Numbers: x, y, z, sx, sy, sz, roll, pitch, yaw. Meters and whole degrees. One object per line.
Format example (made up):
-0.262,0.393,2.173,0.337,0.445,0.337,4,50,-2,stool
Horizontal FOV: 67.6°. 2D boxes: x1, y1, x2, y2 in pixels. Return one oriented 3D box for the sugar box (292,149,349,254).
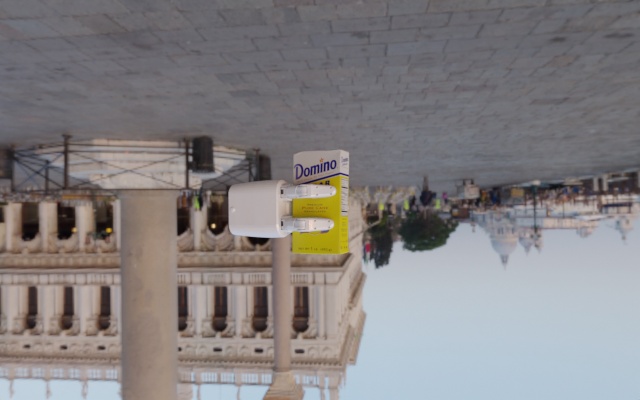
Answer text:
0.000,0.003,0.820,0.093,0.176,0.048,-2,-1,25,sugar box
